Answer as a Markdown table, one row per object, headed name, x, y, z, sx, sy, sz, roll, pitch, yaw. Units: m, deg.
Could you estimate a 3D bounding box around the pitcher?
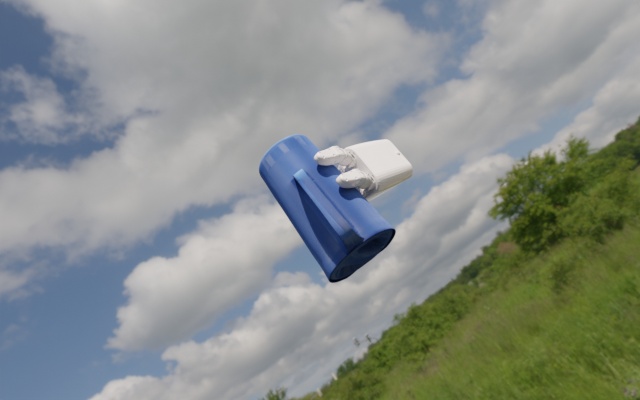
| name | x | y | z | sx | sy | sz | roll | pitch | yaw |
| --- | --- | --- | --- | --- | --- | --- | --- | --- | --- |
| pitcher | 0.000 | 0.003 | 0.790 | 0.145 | 0.242 | 0.149 | -19 | -29 | -41 |
